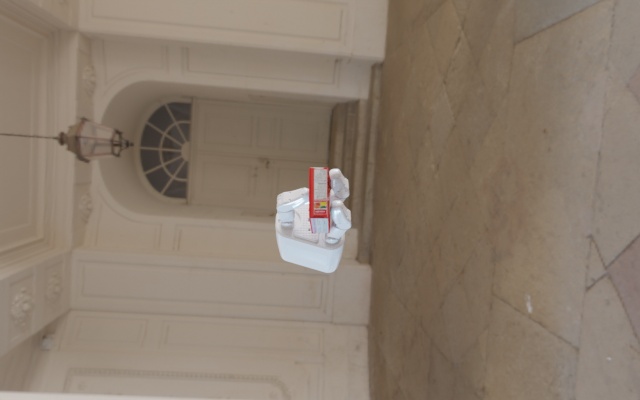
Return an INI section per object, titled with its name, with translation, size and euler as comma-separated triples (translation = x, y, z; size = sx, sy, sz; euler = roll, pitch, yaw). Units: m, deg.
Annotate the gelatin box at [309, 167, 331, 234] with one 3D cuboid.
[gelatin box]
translation = 0.000, 0.002, 0.683
size = 0.030, 0.073, 0.089
euler = 0, -18, 2
